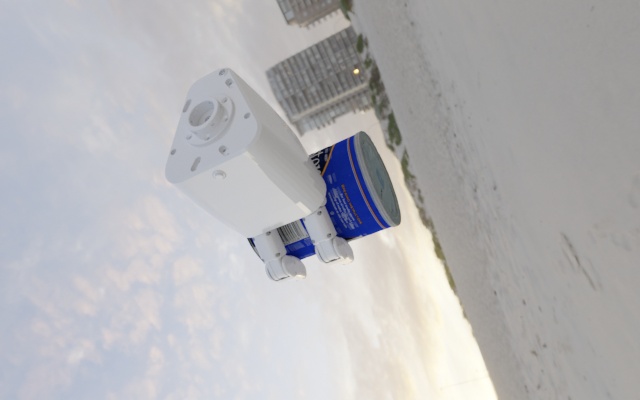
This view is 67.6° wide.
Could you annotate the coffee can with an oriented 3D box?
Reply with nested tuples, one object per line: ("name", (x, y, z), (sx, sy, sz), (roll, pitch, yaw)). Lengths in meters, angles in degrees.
("coffee can", (0.000, 0.002, 0.502), (0.140, 0.103, 0.103), (-22, -7, 18))
